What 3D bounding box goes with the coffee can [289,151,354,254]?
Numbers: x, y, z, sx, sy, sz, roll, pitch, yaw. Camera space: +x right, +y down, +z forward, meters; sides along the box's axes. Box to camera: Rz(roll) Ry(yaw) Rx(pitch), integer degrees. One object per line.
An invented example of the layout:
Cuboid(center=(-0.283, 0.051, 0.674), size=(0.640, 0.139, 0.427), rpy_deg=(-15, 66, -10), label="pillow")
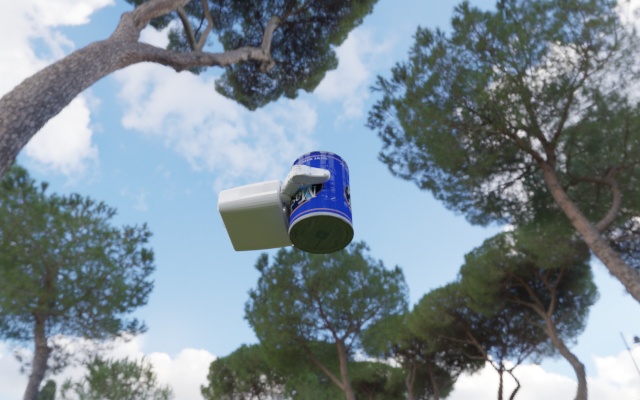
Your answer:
Cuboid(center=(0.000, 0.003, 0.790), size=(0.103, 0.140, 0.103), rpy_deg=(-1, -41, -1), label="coffee can")
